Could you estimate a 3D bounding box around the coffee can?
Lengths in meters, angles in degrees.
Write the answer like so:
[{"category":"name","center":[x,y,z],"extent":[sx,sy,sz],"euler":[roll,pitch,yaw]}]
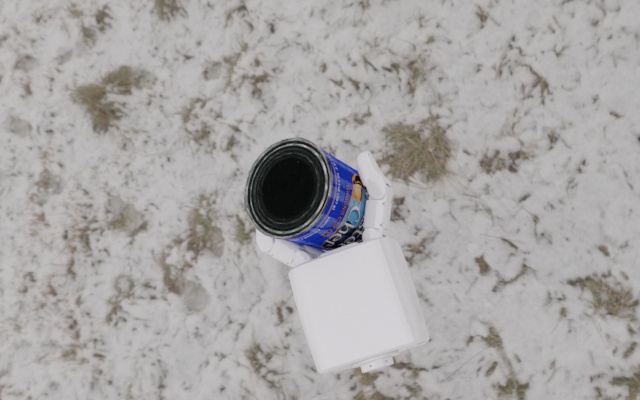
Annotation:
[{"category":"coffee can","center":[0.000,0.002,0.524],"extent":[0.103,0.102,0.140],"euler":[0,-12,30]}]
